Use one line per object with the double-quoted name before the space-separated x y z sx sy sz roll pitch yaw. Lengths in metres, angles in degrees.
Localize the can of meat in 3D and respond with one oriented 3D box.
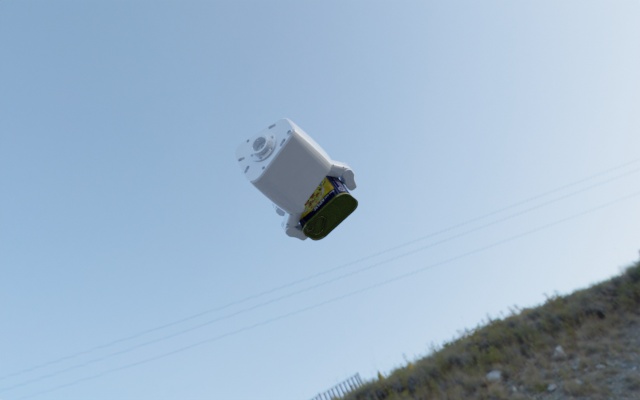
"can of meat" 0.000 0.002 0.811 0.057 0.102 0.084 35 16 -47
